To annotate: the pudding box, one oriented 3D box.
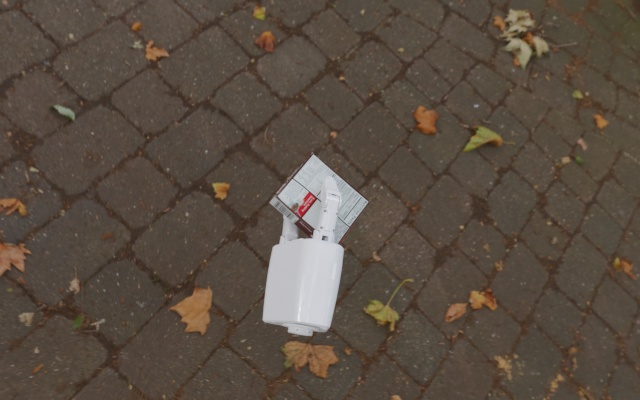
[{"bbox_3d":[0.000,0.002,0.674,0.113,0.090,0.039,41,-22,-6],"label":"pudding box"}]
